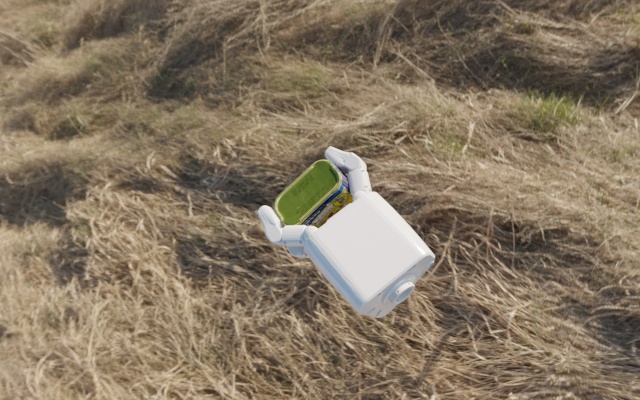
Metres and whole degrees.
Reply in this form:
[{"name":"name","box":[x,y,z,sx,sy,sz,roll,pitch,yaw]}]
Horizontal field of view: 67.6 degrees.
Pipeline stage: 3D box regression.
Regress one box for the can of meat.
[{"name":"can of meat","box":[0.000,0.002,0.628,0.102,0.057,0.084,-43,-30,9]}]
